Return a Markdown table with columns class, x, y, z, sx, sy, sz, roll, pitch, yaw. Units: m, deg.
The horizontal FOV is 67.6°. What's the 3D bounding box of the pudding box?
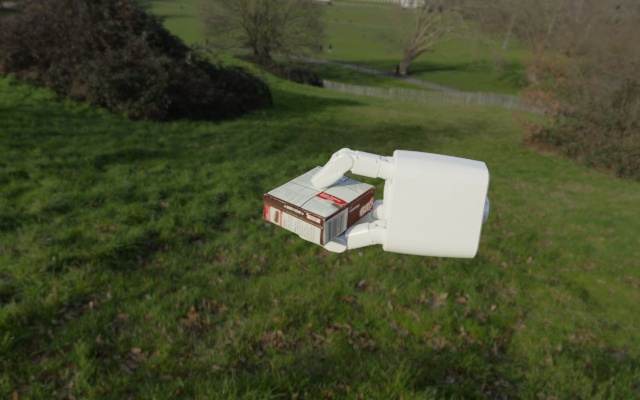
| class | x | y | z | sx | sy | sz | roll | pitch | yaw |
| --- | --- | --- | --- | --- | --- | --- | --- | --- | --- |
| pudding box | 0.000 | 0.002 | 0.577 | 0.090 | 0.039 | 0.113 | 21 | 31 | 29 |
